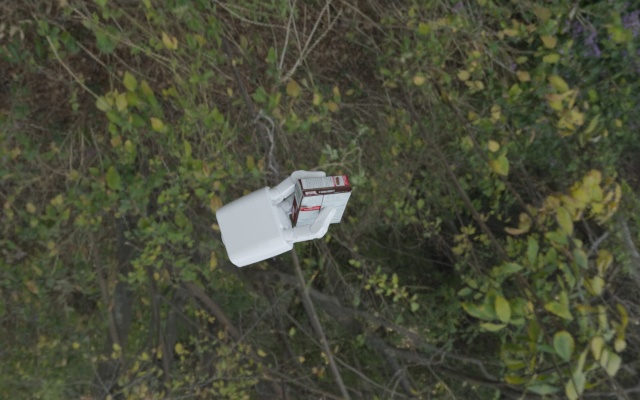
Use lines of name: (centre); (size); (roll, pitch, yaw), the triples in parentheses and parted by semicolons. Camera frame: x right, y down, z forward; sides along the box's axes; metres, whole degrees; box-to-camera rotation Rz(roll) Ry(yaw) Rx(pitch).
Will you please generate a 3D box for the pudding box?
pudding box: (0.000, 0.003, 0.842); (0.090, 0.039, 0.114); (-7, -29, -14)
